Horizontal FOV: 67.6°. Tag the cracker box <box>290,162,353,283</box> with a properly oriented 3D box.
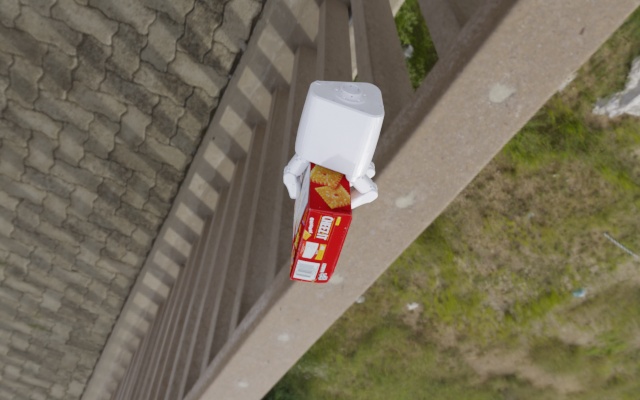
[{"bbox_3d":[0.000,0.003,0.787,0.072,0.164,0.213,9,42,-7],"label":"cracker box"}]
